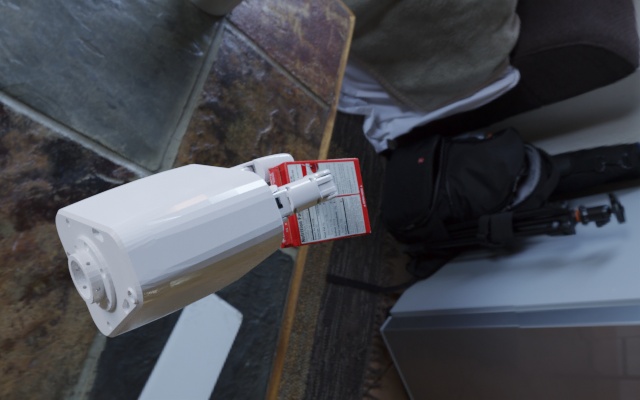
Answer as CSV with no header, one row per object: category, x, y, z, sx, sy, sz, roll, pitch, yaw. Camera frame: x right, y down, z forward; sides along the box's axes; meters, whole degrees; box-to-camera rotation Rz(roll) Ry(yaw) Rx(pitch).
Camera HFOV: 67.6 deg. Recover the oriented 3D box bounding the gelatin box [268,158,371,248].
gelatin box,0.001,0.001,0.434,0.089,0.073,0.030,-7,-5,-38
